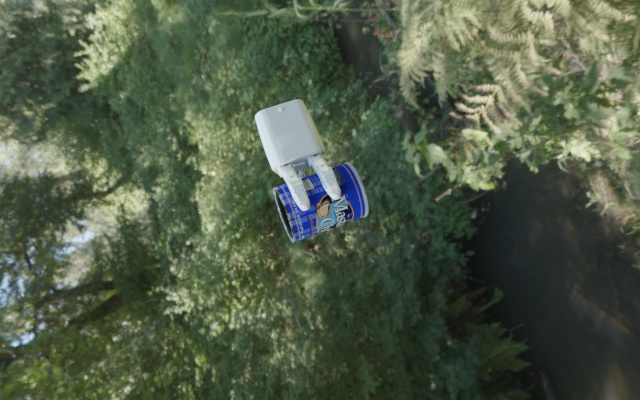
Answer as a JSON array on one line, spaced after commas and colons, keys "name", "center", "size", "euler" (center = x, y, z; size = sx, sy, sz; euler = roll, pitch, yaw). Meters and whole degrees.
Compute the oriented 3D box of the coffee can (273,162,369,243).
[{"name": "coffee can", "center": [0.000, 0.003, 0.840], "size": [0.140, 0.103, 0.103], "euler": [-20, 4, -11]}]
